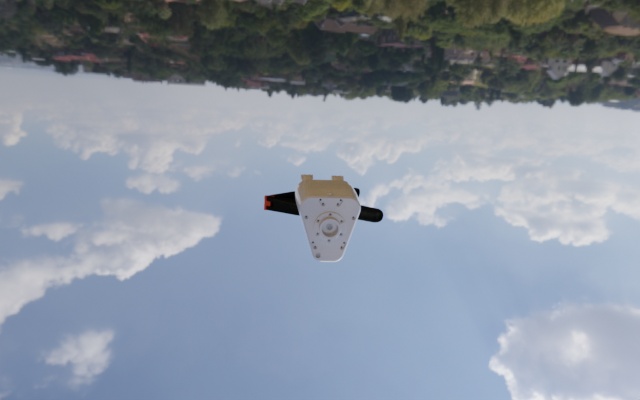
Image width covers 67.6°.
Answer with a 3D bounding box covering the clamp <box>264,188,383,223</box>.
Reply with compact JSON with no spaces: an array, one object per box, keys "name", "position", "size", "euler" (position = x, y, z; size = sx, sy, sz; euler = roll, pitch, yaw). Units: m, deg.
[{"name":"clamp","position":[0.000,0.004,0.900],"size":[0.210,0.036,0.164],"euler":[2,15,-5]}]
